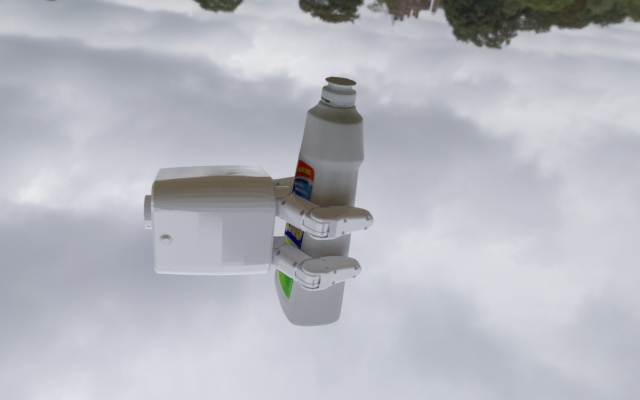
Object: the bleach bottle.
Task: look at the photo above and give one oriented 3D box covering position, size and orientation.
[{"bbox_3d":[0.000,0.002,0.481,0.068,0.251,0.102,-1,29,-16],"label":"bleach bottle"}]
